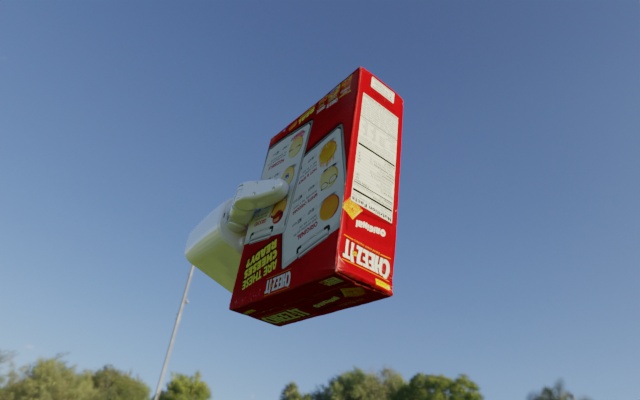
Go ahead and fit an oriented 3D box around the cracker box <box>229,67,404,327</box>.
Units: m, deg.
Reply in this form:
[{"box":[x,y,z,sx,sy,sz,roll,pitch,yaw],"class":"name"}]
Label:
[{"box":[0.000,0.001,0.470,0.072,0.213,0.164,27,-36,-29],"class":"cracker box"}]
